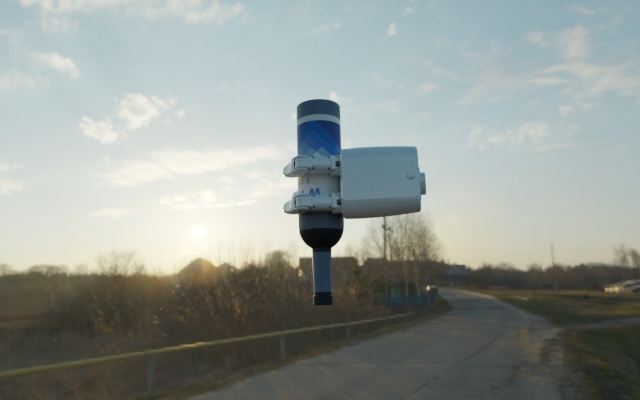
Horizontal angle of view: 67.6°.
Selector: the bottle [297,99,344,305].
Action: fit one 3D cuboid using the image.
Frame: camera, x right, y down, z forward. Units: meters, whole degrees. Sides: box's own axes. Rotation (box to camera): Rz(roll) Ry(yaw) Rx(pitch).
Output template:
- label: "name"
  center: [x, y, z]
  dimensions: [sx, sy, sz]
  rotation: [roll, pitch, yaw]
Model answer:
- label: "bottle"
  center: [0.000, 0.002, 0.698]
  dimensions: [0.069, 0.295, 0.069]
  rotation: [-1, -12, 0]
